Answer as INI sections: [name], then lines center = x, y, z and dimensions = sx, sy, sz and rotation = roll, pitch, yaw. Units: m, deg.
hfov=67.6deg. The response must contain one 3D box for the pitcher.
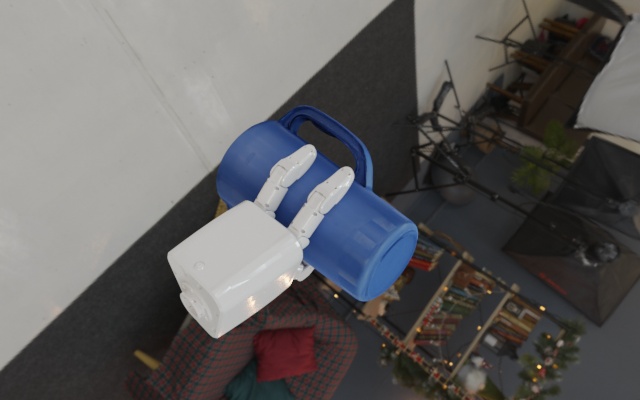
[pitcher]
center = 0.000, 0.002, 0.588
dimensions = 0.242, 0.149, 0.145
rotation = 36, 53, 28
